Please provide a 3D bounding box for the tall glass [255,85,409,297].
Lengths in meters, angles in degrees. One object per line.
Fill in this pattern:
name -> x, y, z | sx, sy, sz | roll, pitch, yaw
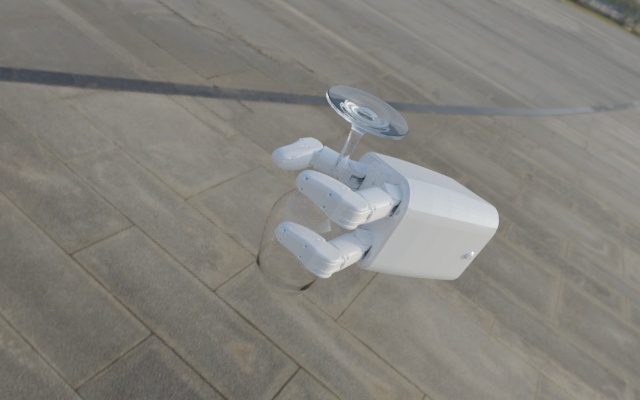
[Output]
tall glass -> 0.000, 0.001, 0.439 | 0.079, 0.201, 0.079 | 19, 34, -13
